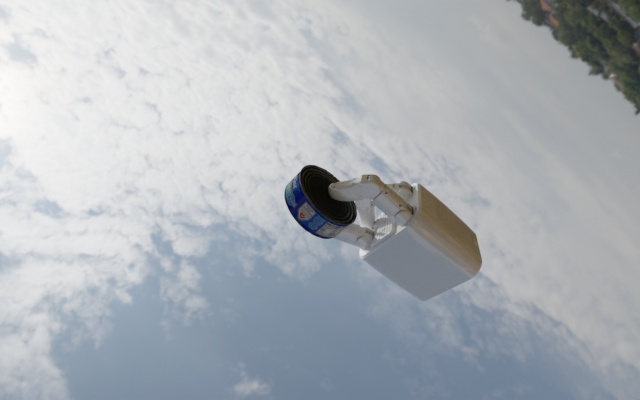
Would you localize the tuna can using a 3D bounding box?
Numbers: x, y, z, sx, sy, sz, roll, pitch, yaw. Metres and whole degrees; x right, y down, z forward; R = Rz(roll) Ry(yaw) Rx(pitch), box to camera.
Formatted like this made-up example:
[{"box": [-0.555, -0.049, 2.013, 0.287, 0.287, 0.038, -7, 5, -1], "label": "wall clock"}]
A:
[{"box": [0.000, 0.002, 0.556, 0.034, 0.086, 0.086, -43, -25, 30], "label": "tuna can"}]
